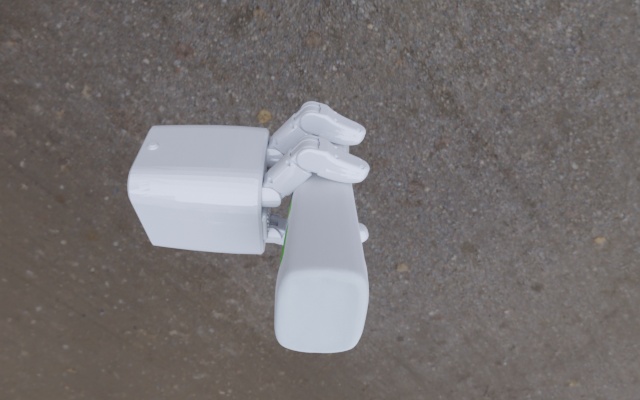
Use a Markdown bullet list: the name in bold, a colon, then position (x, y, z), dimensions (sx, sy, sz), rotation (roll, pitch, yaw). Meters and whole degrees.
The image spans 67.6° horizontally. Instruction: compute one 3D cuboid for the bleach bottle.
- **bleach bottle**: position (0.000, 0.001, 0.435), dimensions (0.068, 0.103, 0.250), rotation (3, 40, -3)
